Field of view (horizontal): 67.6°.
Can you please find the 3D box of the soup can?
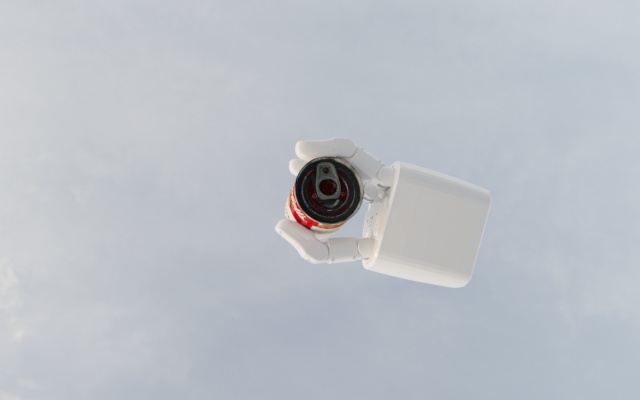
[{"bbox_3d":[0.000,0.002,0.502,0.068,0.068,0.102,0,-14,-10],"label":"soup can"}]
